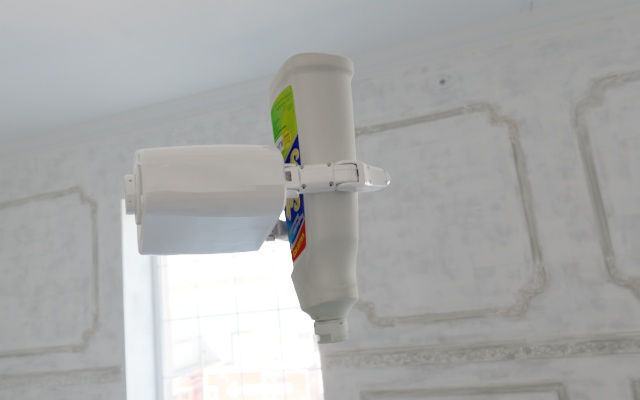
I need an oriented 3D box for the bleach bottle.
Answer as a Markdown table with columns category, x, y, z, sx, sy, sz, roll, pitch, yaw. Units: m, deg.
| category | x | y | z | sx | sy | sz | roll | pitch | yaw |
| --- | --- | --- | --- | --- | --- | --- | --- | --- | --- |
| bleach bottle | 0.000 | 0.001 | 0.441 | 0.068 | 0.250 | 0.102 | -2 | -12 | -24 |
